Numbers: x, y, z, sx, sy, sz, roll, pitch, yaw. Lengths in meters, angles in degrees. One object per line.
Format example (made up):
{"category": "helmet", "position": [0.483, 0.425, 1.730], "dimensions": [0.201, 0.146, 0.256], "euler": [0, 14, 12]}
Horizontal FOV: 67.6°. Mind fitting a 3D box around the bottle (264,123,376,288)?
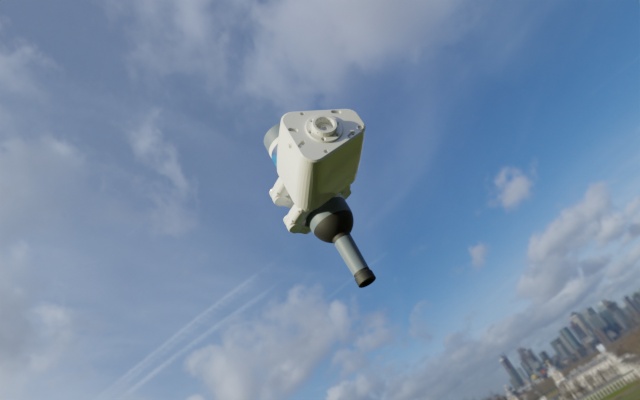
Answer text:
{"category": "bottle", "position": [0.000, 0.002, 0.729], "dimensions": [0.069, 0.295, 0.069], "euler": [-22, -30, -14]}
